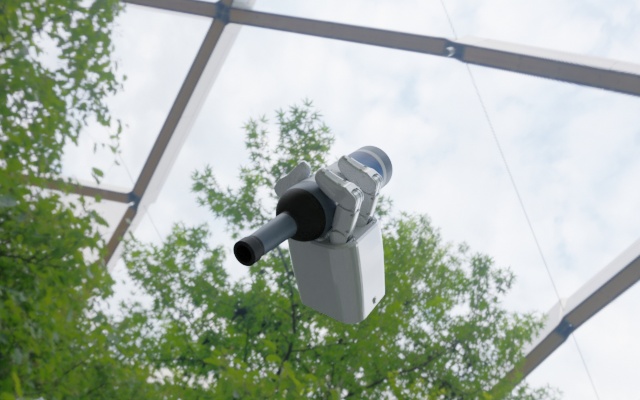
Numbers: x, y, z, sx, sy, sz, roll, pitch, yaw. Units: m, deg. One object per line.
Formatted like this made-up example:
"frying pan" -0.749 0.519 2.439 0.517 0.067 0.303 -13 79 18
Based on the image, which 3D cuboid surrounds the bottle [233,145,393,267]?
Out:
"bottle" 0.000 0.002 0.577 0.069 0.069 0.295 0 20 33
